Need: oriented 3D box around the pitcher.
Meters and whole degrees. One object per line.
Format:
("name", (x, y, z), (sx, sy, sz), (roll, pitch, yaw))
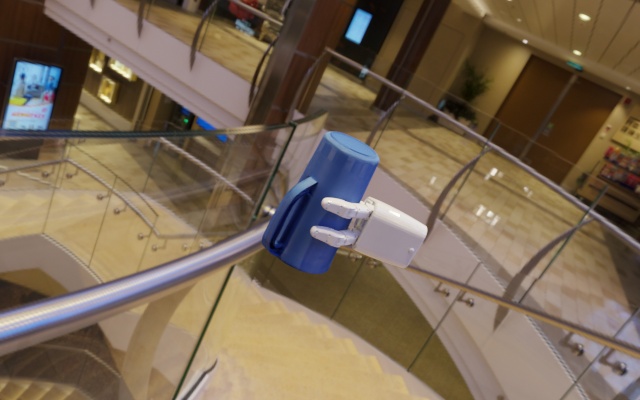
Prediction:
("pitcher", (0.000, 0.003, 0.862), (0.145, 0.243, 0.149), (24, 21, -8))
